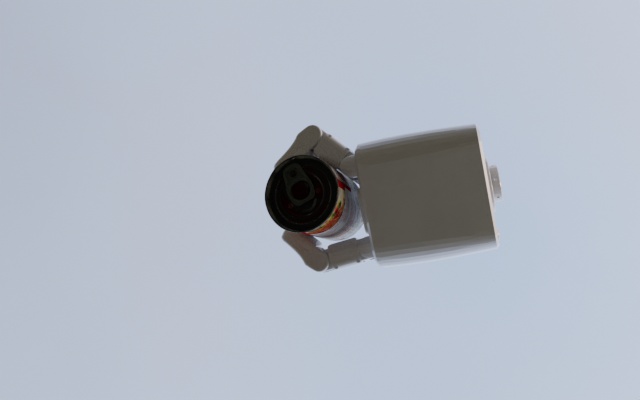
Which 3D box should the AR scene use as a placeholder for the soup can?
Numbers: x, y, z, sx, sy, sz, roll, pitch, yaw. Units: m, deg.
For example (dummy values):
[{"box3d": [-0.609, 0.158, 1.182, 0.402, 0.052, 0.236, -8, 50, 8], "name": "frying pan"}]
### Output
[{"box3d": [0.000, 0.002, 0.452, 0.068, 0.068, 0.102, 0, -9, 20], "name": "soup can"}]
